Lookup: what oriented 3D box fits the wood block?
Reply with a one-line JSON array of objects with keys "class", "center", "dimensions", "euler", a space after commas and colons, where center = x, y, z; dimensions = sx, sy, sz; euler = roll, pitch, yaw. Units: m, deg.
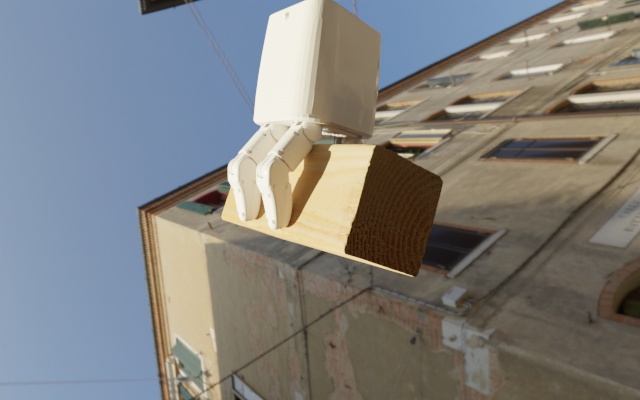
[{"class": "wood block", "center": [0.000, 0.001, 0.462], "dimensions": [0.091, 0.090, 0.206], "euler": [21, -7, -37]}]
